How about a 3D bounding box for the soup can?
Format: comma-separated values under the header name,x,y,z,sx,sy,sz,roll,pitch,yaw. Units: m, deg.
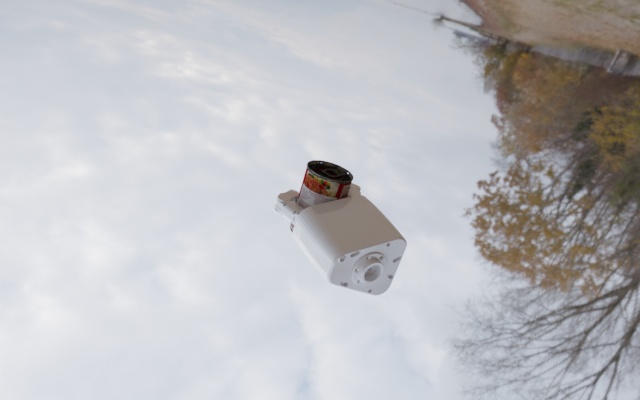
name,x,y,z,sx,sy,sz,roll,pitch,yaw
soup can,0.000,0.002,0.686,0.068,0.102,0.068,15,24,-7
